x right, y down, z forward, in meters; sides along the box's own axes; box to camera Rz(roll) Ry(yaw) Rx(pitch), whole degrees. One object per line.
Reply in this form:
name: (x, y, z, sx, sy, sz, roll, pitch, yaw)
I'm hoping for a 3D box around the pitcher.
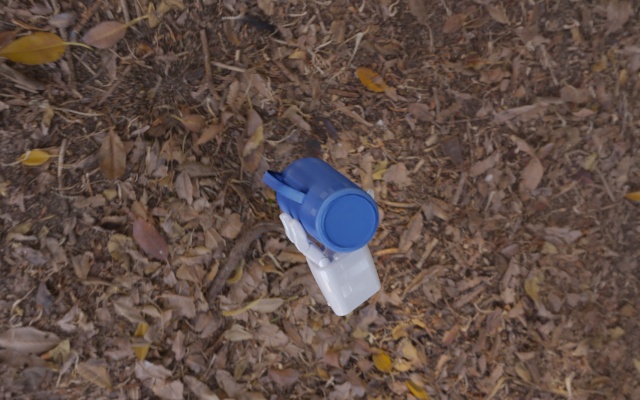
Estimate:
pitcher: (0.000, 0.003, 0.851, 0.149, 0.145, 0.242, -24, 19, -11)
